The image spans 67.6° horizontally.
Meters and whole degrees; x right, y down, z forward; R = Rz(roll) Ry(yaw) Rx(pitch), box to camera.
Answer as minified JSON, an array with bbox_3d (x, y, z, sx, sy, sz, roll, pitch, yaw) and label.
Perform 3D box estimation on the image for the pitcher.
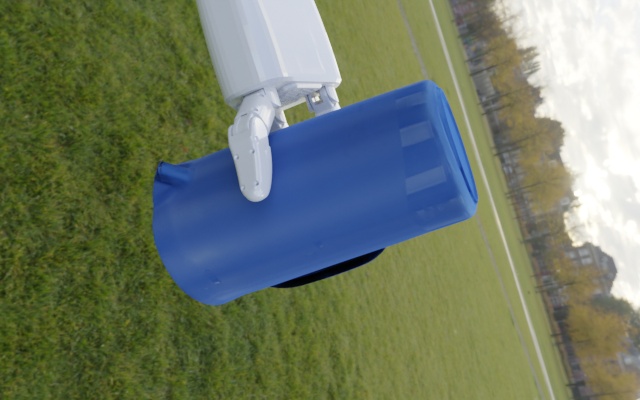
[{"bbox_3d":[0.000,0.001,0.401,0.243,0.145,0.149,-18,-2,21],"label":"pitcher"}]
